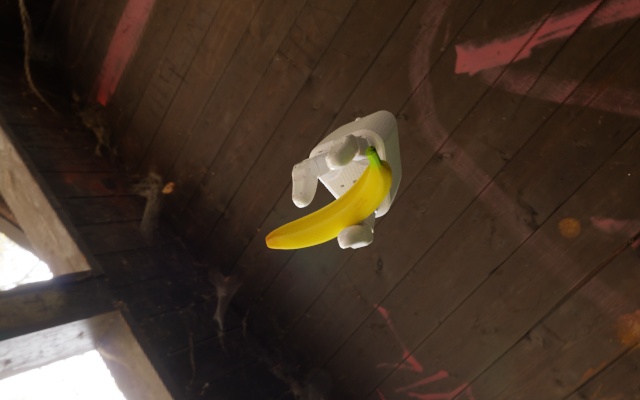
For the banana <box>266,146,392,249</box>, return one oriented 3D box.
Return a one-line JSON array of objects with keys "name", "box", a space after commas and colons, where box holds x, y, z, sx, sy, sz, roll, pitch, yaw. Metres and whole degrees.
[{"name": "banana", "box": [0.017, 0.008, 0.537, 0.070, 0.037, 0.198, 29, -50, -24]}]
